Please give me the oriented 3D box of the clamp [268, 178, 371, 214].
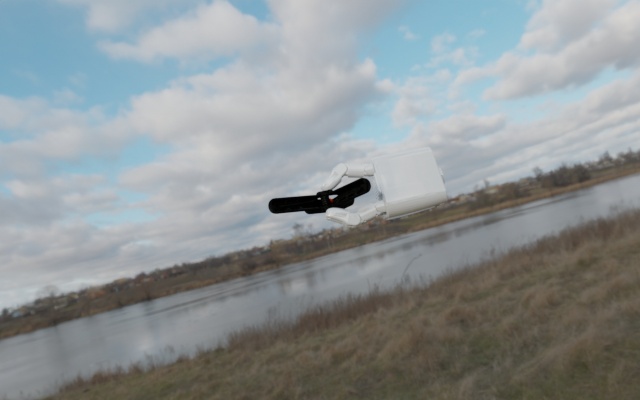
[{"bbox_3d":[0.000,0.002,0.831,0.164,0.036,0.210,-11,-7,0],"label":"clamp"}]
